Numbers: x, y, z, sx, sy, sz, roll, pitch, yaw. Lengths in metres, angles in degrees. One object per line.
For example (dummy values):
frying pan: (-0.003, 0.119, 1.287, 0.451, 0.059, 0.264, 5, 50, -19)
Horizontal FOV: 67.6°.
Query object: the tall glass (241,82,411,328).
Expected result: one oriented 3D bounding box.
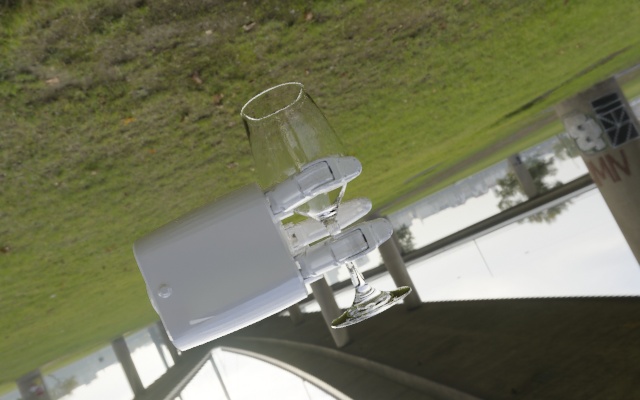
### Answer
tall glass: (0.000, 0.002, 0.412, 0.079, 0.201, 0.079, -25, -5, -3)
